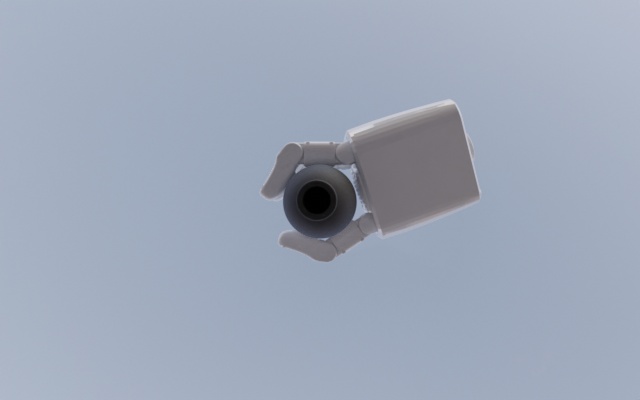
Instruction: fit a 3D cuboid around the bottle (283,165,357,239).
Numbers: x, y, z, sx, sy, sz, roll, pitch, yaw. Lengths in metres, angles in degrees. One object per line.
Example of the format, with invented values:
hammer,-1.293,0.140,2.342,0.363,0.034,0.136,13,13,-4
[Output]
bottle,0.000,0.002,0.464,0.069,0.069,0.296,0,-1,1
